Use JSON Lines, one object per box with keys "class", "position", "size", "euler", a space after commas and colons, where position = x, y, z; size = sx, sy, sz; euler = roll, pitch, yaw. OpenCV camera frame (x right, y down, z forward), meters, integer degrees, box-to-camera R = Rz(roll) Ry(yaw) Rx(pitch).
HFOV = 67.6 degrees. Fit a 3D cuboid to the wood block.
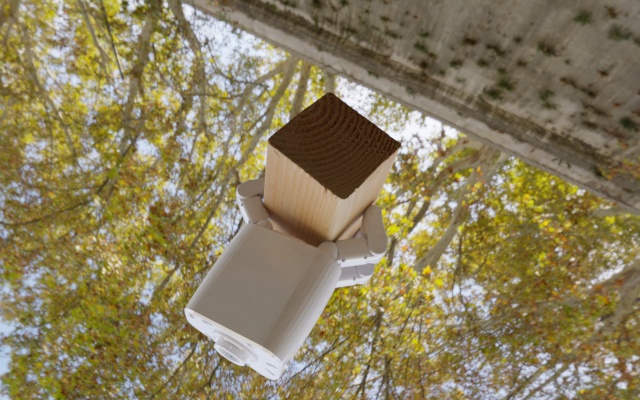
{"class": "wood block", "position": [0.000, 0.002, 0.507], "size": [0.090, 0.091, 0.206], "euler": [-43, -17, -28]}
